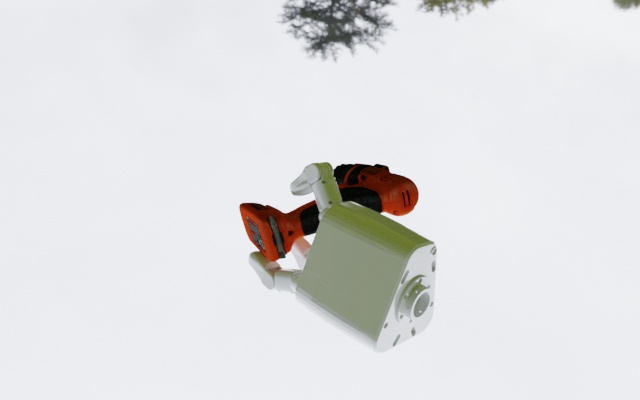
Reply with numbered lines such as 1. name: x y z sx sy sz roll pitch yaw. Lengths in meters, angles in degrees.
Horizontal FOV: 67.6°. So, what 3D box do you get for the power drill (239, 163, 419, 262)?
1. power drill: 0.000 0.002 0.585 0.187 0.057 0.184 -22 16 -17
